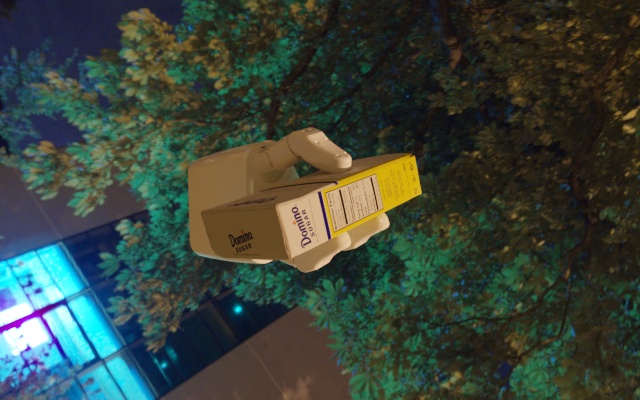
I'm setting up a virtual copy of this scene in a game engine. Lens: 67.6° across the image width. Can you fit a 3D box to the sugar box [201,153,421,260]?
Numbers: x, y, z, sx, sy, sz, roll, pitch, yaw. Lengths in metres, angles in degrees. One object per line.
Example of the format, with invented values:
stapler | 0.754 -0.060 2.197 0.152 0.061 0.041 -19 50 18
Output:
sugar box | 0.000 0.002 0.403 0.093 0.048 0.176 -5 14 44
